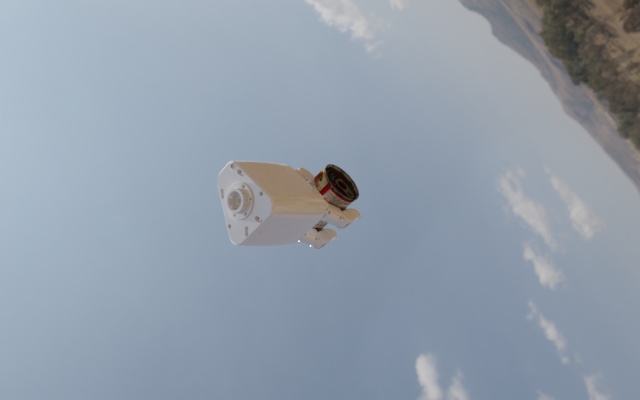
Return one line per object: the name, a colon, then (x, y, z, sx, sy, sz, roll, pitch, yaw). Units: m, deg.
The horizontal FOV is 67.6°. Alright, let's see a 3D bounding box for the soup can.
soup can: (0.000, 0.002, 0.735, 0.102, 0.068, 0.068, -43, -24, 28)
